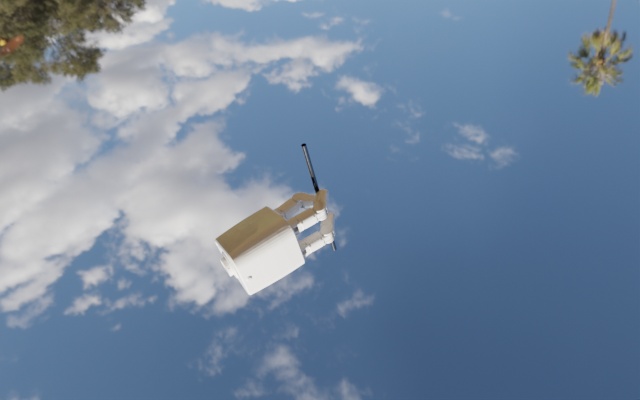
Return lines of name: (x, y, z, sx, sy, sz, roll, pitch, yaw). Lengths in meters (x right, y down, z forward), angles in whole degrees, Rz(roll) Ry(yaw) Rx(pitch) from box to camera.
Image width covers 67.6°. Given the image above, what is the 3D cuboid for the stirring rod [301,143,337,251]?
stirring rod: (0.000, 0.003, 0.811, 0.011, 0.240, 0.011, -9, 41, 8)
